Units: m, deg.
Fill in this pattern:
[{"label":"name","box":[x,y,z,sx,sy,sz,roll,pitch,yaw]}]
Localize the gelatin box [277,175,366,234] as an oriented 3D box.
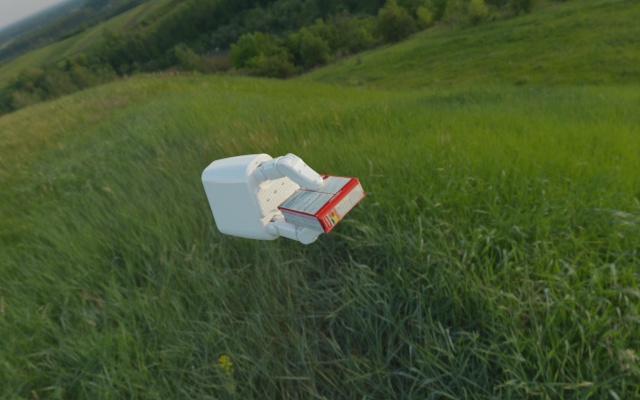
[{"label":"gelatin box","box":[0.000,0.002,0.591,0.073,0.030,0.089,-43,28,-25]}]
